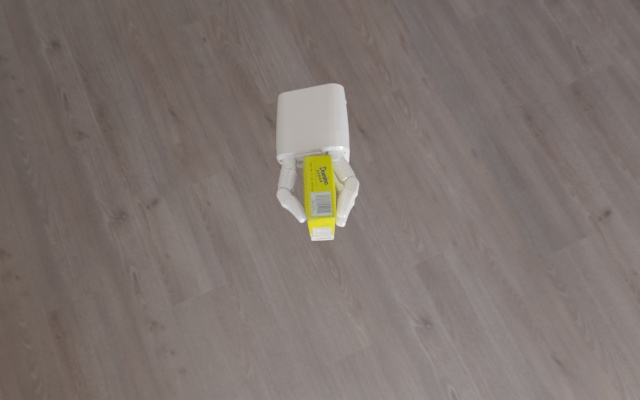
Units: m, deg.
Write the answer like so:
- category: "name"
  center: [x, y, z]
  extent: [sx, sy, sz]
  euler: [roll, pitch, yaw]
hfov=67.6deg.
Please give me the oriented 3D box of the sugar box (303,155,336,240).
- category: "sugar box"
  center: [0.001, 0.002, 0.730]
  extent: [0.048, 0.093, 0.176]
  euler: [-3, -13, 3]
